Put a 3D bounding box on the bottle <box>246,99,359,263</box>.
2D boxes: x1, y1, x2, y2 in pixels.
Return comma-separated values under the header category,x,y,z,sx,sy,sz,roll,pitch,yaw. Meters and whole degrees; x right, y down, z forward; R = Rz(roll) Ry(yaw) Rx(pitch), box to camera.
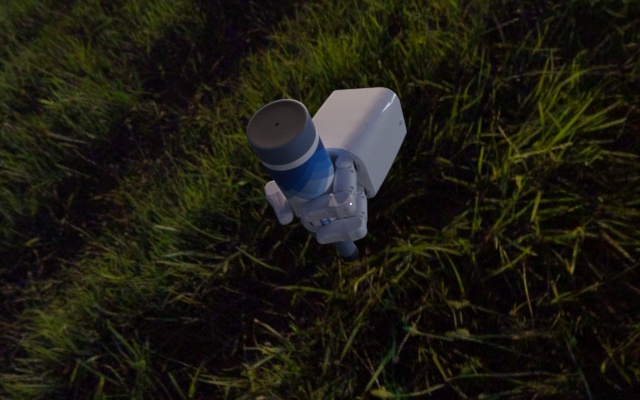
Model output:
category,x,y,z,sx,sy,sz,roll,pitch,yaw
bottle,0.000,0.002,0.589,0.069,0.069,0.296,0,-32,20
